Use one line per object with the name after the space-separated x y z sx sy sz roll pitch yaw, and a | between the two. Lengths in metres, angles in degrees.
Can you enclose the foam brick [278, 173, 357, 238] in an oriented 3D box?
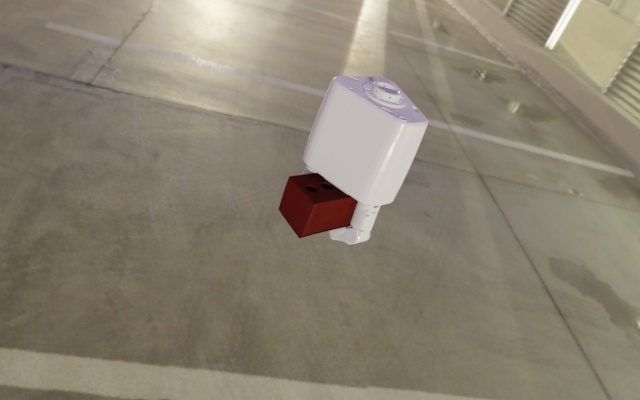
0.000 0.002 0.556 0.078 0.051 0.053 -11 46 -38 | foam brick
